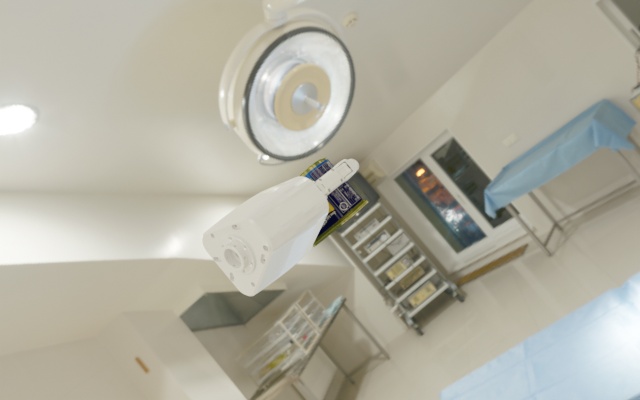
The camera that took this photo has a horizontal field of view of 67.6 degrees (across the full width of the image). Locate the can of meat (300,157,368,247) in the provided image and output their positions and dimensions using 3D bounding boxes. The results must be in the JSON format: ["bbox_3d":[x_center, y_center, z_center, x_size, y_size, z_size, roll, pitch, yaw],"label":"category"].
[{"bbox_3d":[0.000,0.002,0.643,0.057,0.084,0.102,-39,-3,-42],"label":"can of meat"}]
